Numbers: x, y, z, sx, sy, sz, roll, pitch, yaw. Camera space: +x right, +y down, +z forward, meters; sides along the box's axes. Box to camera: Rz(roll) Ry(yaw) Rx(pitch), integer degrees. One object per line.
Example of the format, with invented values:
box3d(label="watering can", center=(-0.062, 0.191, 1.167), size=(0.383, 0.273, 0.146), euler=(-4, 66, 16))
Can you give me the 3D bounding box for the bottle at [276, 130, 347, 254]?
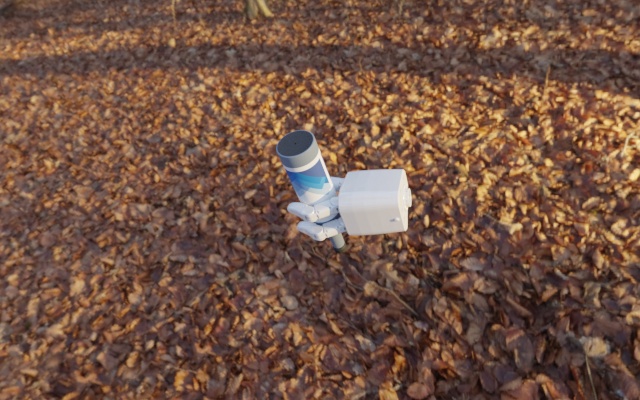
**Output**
box3d(label="bottle", center=(0.000, 0.003, 0.880), size=(0.069, 0.069, 0.296), euler=(0, -41, 22))
